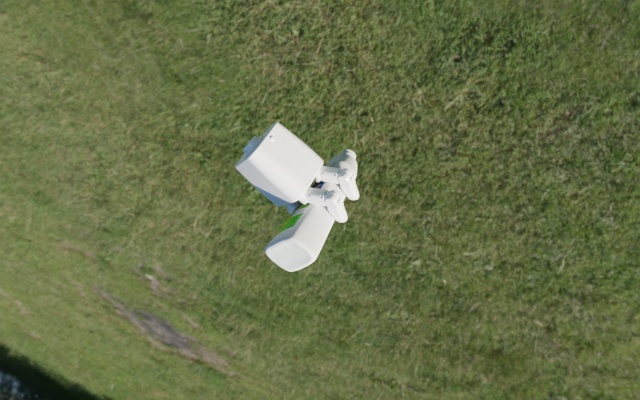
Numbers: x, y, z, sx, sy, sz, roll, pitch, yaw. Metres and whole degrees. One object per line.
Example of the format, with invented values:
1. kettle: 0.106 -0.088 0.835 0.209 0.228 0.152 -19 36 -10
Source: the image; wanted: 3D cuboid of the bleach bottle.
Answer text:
1. bleach bottle: 0.000 0.003 0.841 0.068 0.250 0.102 41 -39 -15
